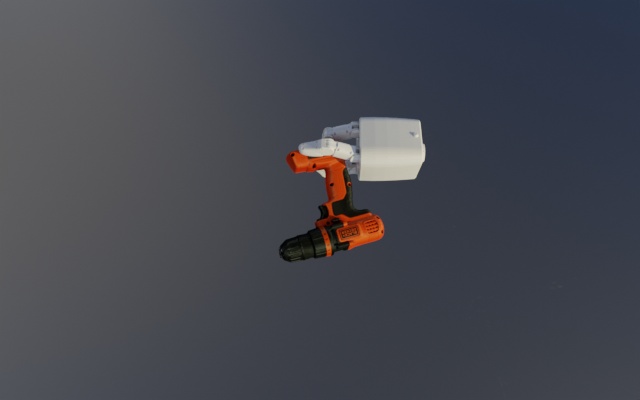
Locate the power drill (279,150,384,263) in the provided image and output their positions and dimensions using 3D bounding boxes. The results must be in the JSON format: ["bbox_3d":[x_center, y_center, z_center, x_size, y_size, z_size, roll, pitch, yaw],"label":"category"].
[{"bbox_3d":[0.000,0.002,0.823,0.184,0.187,0.057,-14,-10,-14],"label":"power drill"}]
